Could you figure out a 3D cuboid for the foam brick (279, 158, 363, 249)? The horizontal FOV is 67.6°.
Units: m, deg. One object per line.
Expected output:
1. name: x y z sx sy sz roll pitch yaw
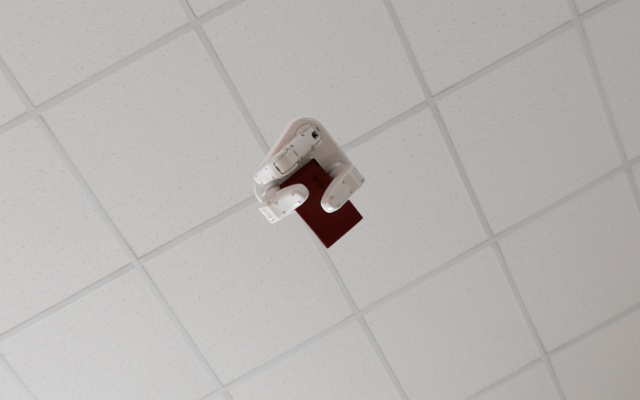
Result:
1. foam brick: 0.000 0.002 0.519 0.053 0.078 0.051 -39 14 2
